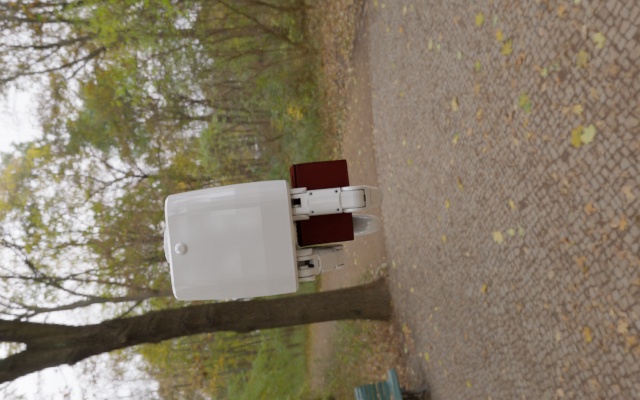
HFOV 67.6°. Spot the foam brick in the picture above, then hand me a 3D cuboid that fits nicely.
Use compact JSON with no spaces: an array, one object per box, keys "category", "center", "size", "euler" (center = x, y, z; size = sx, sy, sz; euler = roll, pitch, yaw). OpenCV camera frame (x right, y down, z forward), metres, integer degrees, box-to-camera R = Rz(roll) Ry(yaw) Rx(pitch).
[{"category":"foam brick","center":[0.000,0.001,0.458],"size":[0.051,0.078,0.053],"euler":[-5,1,-6]}]
